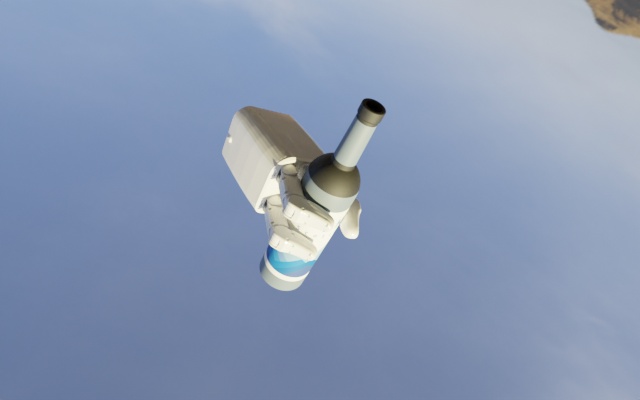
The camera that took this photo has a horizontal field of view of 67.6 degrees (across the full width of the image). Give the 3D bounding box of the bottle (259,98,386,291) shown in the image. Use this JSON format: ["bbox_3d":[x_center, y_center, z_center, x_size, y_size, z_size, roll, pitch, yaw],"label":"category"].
[{"bbox_3d":[0.000,0.002,0.581,0.069,0.069,0.296,0,-42,-30],"label":"bottle"}]
